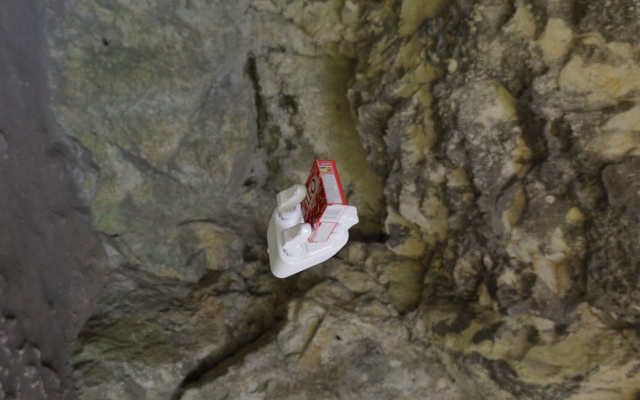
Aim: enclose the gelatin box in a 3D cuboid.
[{"bbox_3d":[0.001,0.002,0.623,0.030,0.073,0.089,1,-35,-20],"label":"gelatin box"}]
